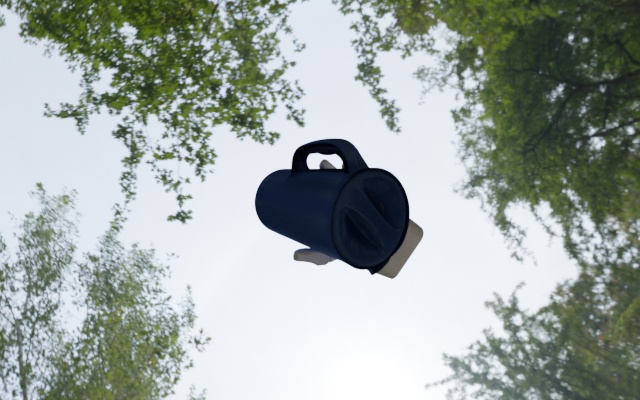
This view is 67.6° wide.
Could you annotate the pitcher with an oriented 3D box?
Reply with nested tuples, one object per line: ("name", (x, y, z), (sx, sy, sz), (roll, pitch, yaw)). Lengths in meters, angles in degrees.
("pitcher", (0.000, 0.002, 0.701), (0.145, 0.149, 0.243), (27, -10, -35))
